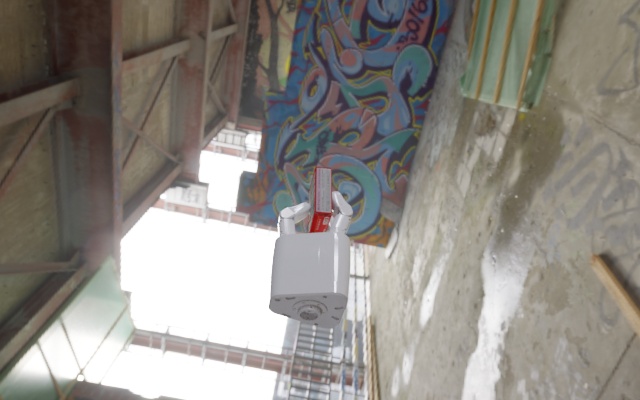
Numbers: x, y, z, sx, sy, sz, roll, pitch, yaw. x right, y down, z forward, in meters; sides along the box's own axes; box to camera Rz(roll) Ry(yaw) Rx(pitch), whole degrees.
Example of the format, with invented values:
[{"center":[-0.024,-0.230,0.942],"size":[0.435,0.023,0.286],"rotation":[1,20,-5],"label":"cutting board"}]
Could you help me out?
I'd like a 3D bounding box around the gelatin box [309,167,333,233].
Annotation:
[{"center":[0.000,0.002,0.766],"size":[0.030,0.089,0.073],"rotation":[4,-31,-8],"label":"gelatin box"}]
